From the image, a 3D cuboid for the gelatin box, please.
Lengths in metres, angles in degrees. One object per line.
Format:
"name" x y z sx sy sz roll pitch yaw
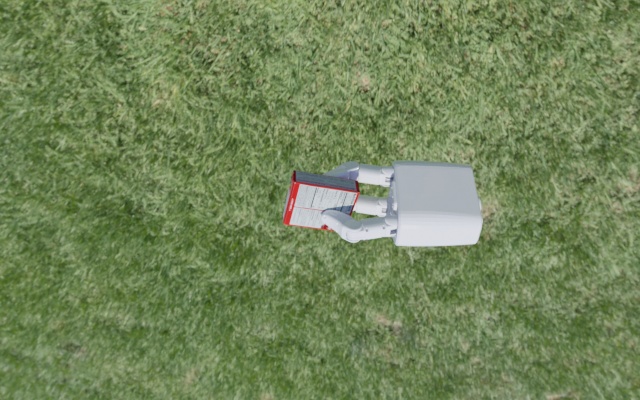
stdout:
"gelatin box" 0.000 0.002 0.633 0.089 0.073 0.030 8 38 -12
